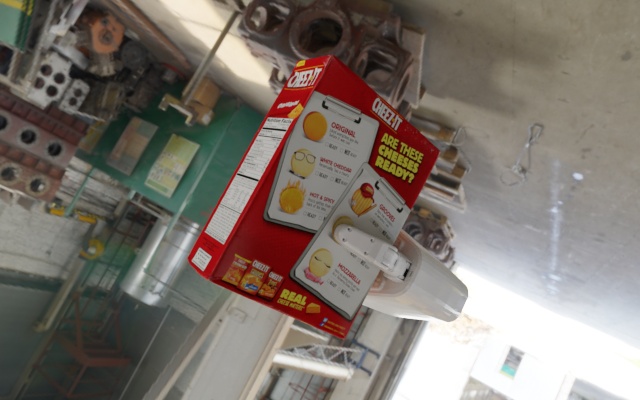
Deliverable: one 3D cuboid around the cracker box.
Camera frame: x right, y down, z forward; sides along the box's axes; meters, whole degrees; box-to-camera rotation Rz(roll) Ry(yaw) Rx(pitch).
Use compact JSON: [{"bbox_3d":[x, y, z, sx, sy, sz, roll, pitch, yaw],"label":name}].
[{"bbox_3d":[0.000,0.002,0.454,0.164,0.213,0.072,33,-9,-34],"label":"cracker box"}]
